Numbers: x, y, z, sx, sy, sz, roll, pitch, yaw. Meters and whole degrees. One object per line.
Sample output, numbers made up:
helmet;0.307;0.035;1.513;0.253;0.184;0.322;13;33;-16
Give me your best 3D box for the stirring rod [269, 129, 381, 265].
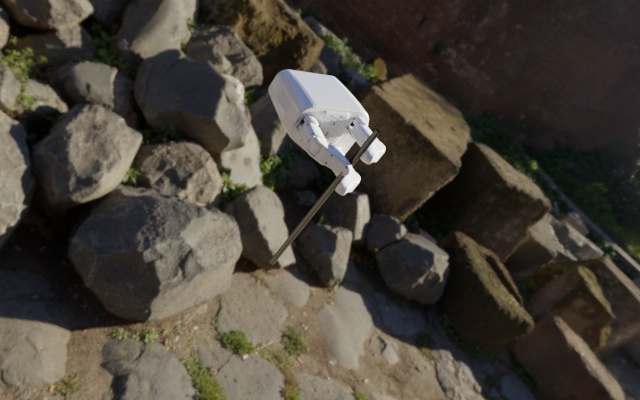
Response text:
stirring rod;0.000;0.002;0.621;0.011;0.240;0.011;31;26;-17
